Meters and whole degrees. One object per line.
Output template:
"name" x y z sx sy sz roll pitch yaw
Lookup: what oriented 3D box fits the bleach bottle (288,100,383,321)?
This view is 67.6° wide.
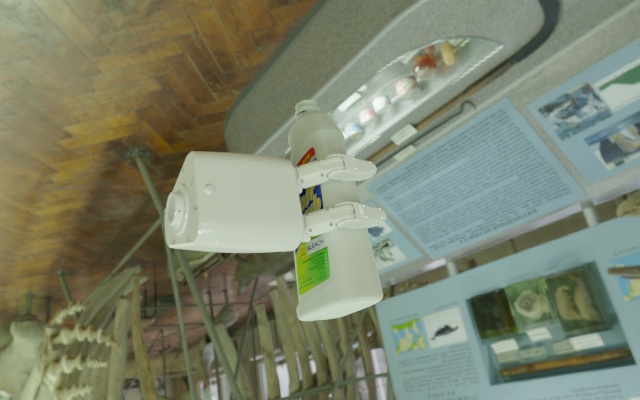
"bleach bottle" 0.000 0.002 0.548 0.068 0.250 0.103 4 -26 -34
